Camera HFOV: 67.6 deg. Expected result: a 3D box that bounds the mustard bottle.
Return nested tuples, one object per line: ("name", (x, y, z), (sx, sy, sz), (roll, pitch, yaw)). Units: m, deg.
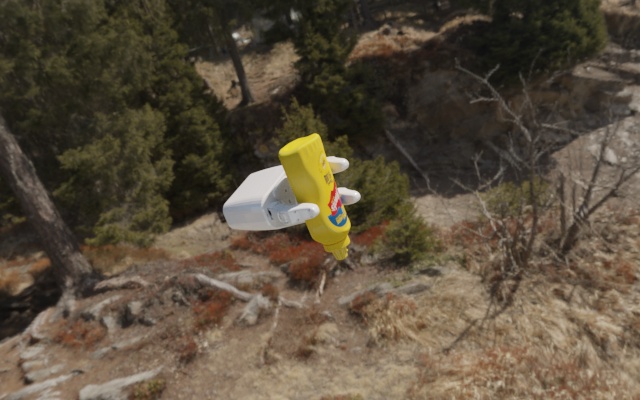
("mustard bottle", (0.000, 0.002, 0.714), (0.058, 0.192, 0.096), (-15, 16, 19))
